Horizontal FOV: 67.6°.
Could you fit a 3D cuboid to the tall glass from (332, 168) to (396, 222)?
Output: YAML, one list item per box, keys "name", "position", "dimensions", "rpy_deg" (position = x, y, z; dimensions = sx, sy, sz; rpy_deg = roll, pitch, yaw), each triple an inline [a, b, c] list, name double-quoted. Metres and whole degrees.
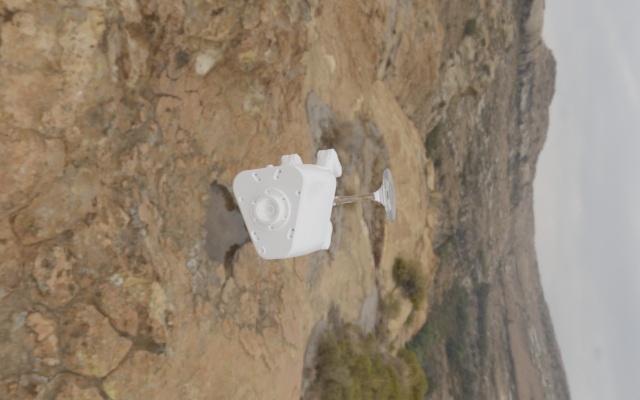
- name: "tall glass"
  position: [0.001, 0.002, 0.676]
  dimensions: [0.201, 0.079, 0.079]
  rpy_deg: [-6, -2, 19]
